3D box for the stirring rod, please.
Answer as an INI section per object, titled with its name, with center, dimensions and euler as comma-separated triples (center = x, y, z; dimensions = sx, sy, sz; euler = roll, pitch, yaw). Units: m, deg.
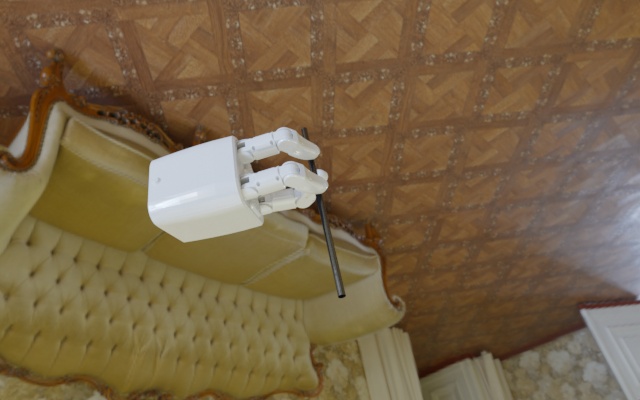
[stirring rod]
center = 0.000, 0.002, 0.548
dimensions = 0.011, 0.239, 0.011
euler = -8, -37, -6
